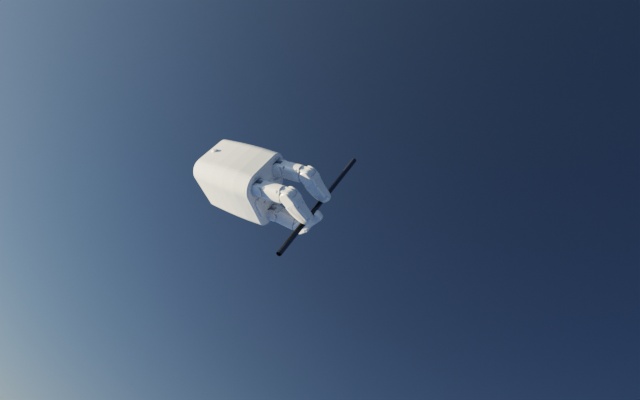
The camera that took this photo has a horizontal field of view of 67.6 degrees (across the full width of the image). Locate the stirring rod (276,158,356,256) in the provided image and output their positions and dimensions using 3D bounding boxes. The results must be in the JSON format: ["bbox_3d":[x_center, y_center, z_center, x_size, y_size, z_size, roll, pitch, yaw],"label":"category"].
[{"bbox_3d":[0.000,0.002,0.724,0.011,0.011,0.239,0,36,36],"label":"stirring rod"}]
